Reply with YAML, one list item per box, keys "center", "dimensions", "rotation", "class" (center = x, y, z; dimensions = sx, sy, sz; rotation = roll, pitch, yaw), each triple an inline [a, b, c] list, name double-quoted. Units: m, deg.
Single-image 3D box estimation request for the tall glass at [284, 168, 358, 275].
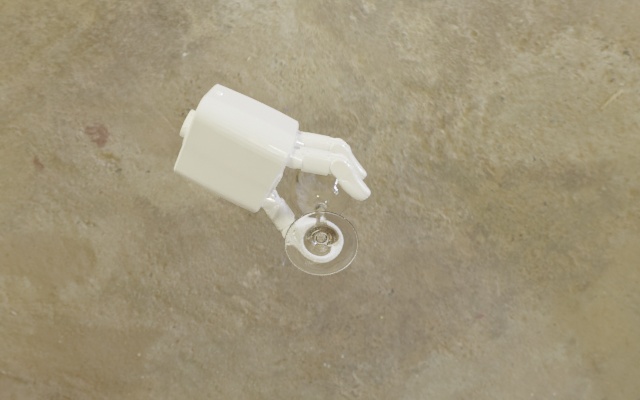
- center: [0.000, 0.002, 0.566]
  dimensions: [0.079, 0.079, 0.201]
  rotation: [0, 25, 0]
  class: "tall glass"
